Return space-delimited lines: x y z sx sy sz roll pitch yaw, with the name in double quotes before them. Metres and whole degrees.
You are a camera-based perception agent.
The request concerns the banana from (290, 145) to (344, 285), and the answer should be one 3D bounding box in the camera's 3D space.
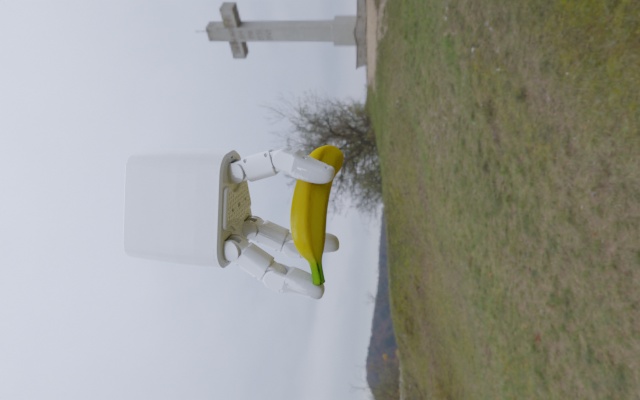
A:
"banana" -0.003 -0.010 0.502 0.037 0.070 0.197 1 44 11
